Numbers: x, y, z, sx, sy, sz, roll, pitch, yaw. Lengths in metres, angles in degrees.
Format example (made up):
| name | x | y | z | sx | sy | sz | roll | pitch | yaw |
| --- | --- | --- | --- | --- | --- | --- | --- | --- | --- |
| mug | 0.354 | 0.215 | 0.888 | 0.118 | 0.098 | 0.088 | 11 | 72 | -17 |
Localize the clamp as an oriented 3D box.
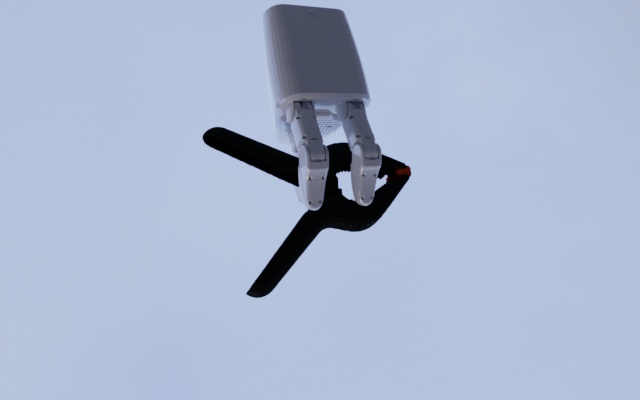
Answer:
| name | x | y | z | sx | sy | sz | roll | pitch | yaw |
| --- | --- | --- | --- | --- | --- | --- | --- | --- | --- |
| clamp | 0.000 | 0.002 | 0.470 | 0.210 | 0.164 | 0.036 | -5 | -16 | -23 |
